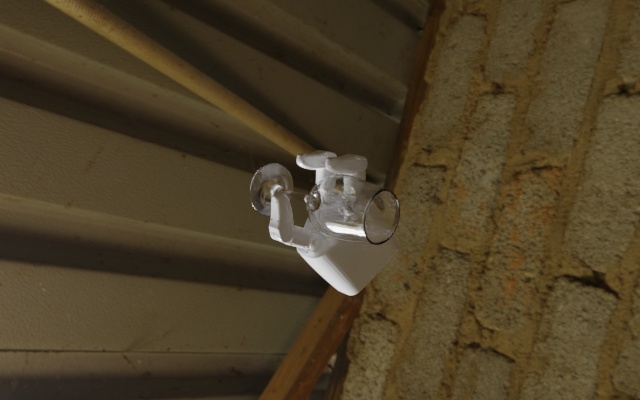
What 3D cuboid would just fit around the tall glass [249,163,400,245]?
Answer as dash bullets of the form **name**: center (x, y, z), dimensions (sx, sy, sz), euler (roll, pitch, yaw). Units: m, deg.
- **tall glass**: center (0.000, 0.002, 0.589), dimensions (0.079, 0.079, 0.201), euler (0, 9, -43)
